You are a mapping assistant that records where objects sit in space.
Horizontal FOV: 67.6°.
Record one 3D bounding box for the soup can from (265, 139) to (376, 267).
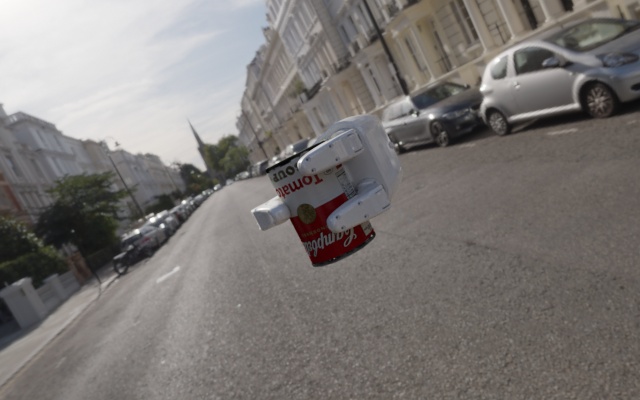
[{"bbox_3d":[0.000,0.001,0.448,0.068,0.102,0.068,-26,7,3],"label":"soup can"}]
